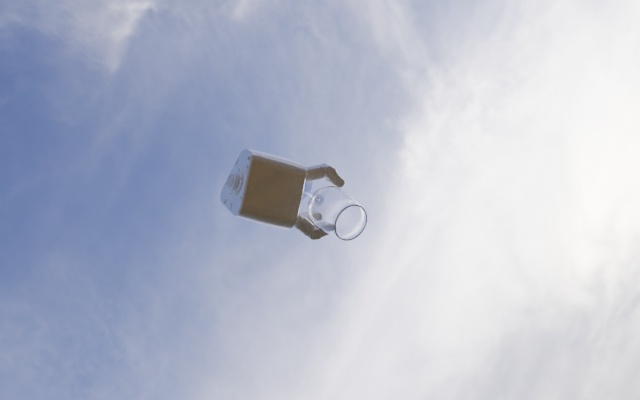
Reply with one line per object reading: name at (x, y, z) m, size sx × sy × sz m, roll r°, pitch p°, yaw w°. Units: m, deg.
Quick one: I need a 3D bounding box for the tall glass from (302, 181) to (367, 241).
tall glass at (0.000, 0.002, 0.836) m, size 0.079 × 0.079 × 0.201 m, roll 0°, pitch 19°, yaw -32°
